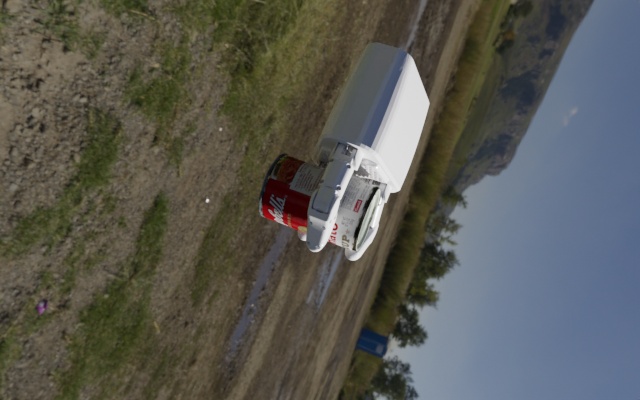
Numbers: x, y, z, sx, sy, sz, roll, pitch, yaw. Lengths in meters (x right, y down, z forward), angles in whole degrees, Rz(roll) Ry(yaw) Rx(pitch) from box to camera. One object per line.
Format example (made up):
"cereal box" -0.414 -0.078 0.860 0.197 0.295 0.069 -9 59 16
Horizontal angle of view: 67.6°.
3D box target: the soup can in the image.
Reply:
"soup can" 0.000 0.002 0.469 0.102 0.068 0.068 20 5 13
